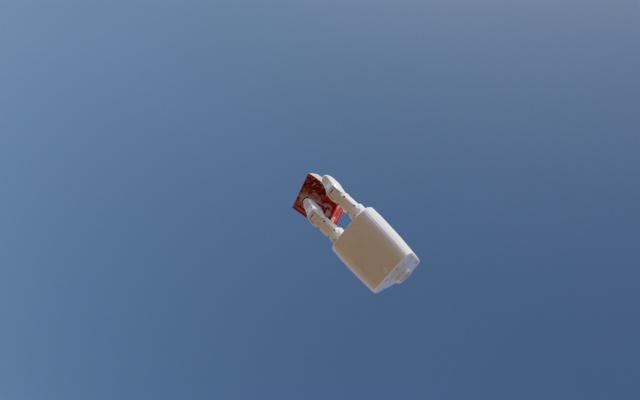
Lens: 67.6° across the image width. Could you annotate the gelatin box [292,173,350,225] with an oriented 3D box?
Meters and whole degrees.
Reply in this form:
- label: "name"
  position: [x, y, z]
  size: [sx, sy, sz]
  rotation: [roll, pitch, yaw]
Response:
- label: "gelatin box"
  position: [0.000, 0.003, 0.854]
  size: [0.089, 0.073, 0.030]
  rotation: [34, 15, 33]
